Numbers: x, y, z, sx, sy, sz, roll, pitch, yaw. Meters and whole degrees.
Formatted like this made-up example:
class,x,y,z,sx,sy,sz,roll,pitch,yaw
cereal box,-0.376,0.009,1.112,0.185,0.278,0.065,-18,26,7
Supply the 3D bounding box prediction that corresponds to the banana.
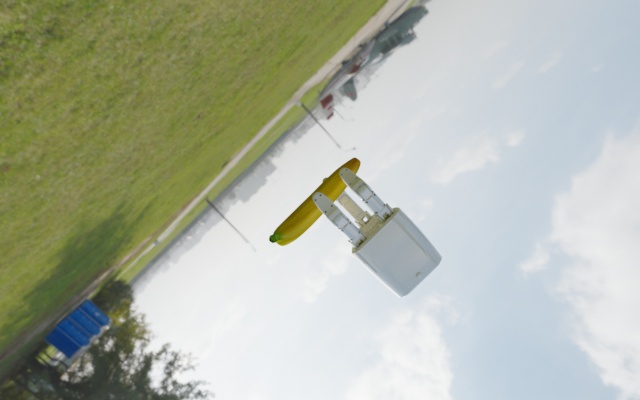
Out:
class,x,y,z,sx,sy,sz,roll,pitch,yaw
banana,-0.008,0.009,0.739,0.197,0.037,0.070,-45,4,-24
